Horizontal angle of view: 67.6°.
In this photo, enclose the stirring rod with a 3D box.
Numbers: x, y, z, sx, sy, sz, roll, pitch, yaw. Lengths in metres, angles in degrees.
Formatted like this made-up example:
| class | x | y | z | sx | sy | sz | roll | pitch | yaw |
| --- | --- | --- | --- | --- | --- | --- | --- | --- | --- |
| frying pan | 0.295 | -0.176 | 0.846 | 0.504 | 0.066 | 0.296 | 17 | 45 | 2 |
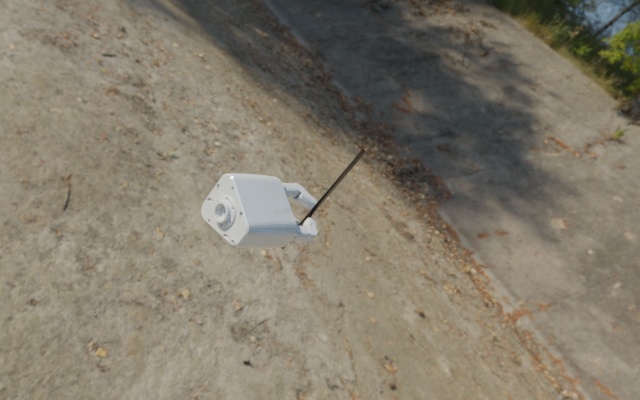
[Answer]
| class | x | y | z | sx | sy | sz | roll | pitch | yaw |
| --- | --- | --- | --- | --- | --- | --- | --- | --- | --- |
| stirring rod | 0.000 | 0.003 | 0.828 | 0.240 | 0.011 | 0.011 | -50 | -26 | 24 |
